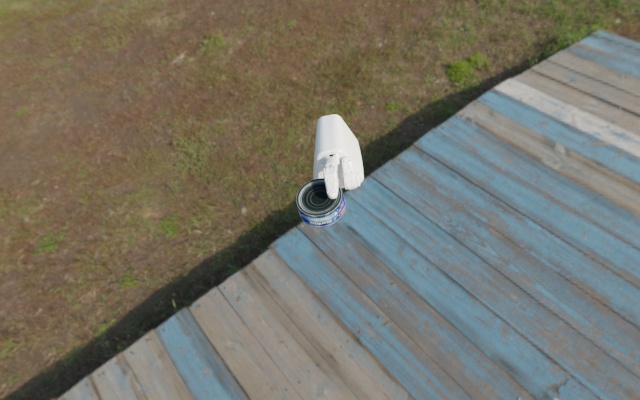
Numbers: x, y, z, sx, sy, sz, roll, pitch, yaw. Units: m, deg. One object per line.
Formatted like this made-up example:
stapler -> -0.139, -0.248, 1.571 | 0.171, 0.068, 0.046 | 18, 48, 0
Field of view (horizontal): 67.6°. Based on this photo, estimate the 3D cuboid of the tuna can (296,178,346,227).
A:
tuna can -> 0.000, 0.002, 0.846 | 0.086, 0.086, 0.034 | 0, -35, 12
